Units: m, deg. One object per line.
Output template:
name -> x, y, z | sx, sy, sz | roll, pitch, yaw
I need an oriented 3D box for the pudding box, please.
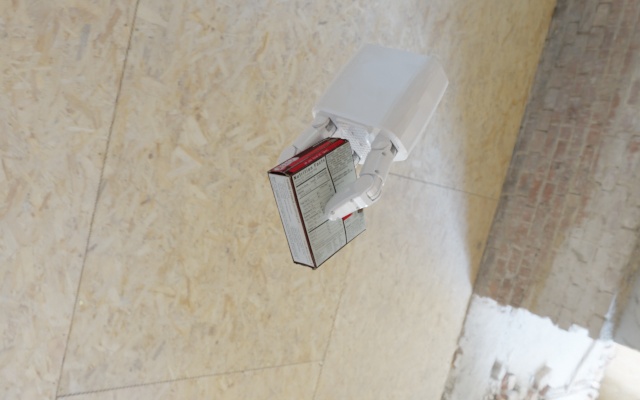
pudding box -> 0.000, 0.002, 0.500 | 0.039, 0.113, 0.090 | 12, 35, 45
